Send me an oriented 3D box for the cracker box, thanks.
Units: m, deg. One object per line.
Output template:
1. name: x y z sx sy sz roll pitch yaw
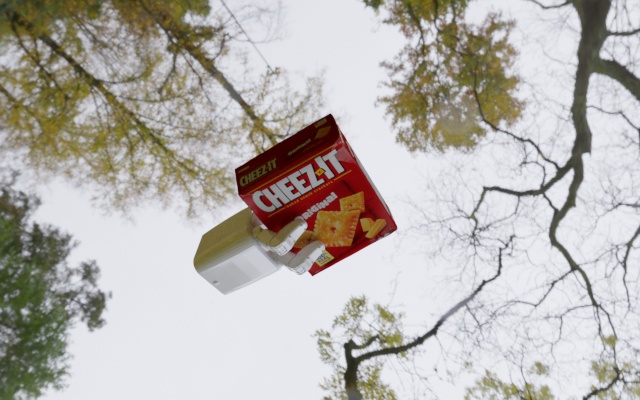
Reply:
1. cracker box: 0.000 0.002 0.718 0.164 0.072 0.214 -29 -50 10
